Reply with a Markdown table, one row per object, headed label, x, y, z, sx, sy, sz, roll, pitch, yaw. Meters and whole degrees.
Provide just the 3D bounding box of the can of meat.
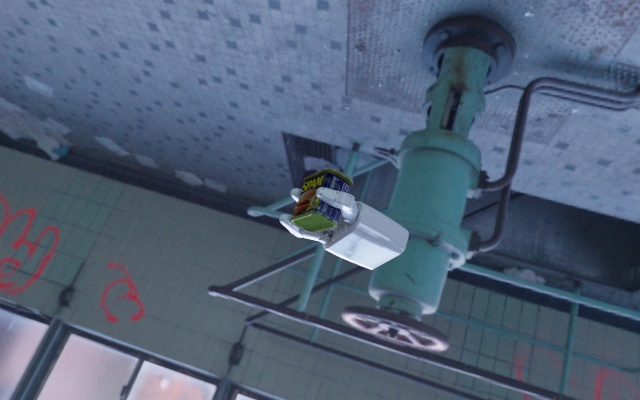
| label | x | y | z | sx | sy | sz | roll | pitch | yaw |
| --- | --- | --- | --- | --- | --- | --- | --- | --- | --- |
| can of meat | 0.000 | 0.003 | 0.806 | 0.057 | 0.084 | 0.102 | 29 | -24 | -23 |
